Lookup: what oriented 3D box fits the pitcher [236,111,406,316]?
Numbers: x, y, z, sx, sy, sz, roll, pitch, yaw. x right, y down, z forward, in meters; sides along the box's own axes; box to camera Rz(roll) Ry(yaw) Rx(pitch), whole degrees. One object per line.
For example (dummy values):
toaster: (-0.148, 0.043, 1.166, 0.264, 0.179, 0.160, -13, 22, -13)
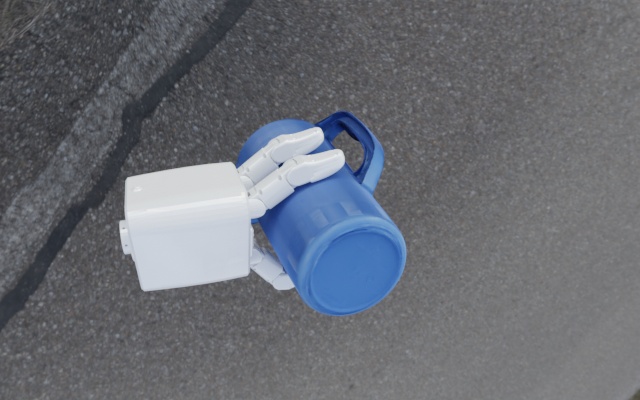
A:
pitcher: (0.000, 0.002, 0.521, 0.145, 0.149, 0.242, -7, 29, -18)
